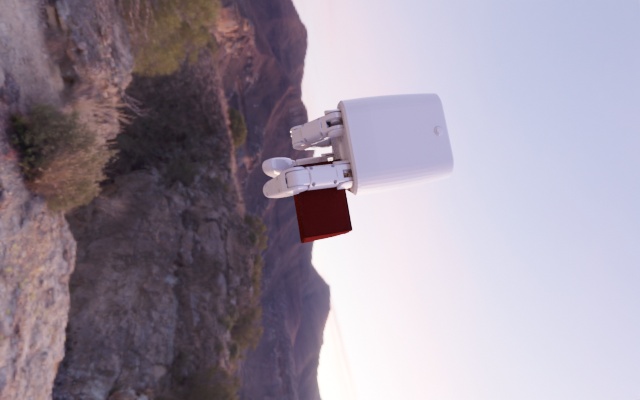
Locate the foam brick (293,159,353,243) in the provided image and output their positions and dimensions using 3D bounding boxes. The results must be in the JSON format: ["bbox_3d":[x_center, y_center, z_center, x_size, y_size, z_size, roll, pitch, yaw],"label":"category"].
[{"bbox_3d":[0.000,0.002,0.509,0.051,0.078,0.053,-8,-8,-8],"label":"foam brick"}]
